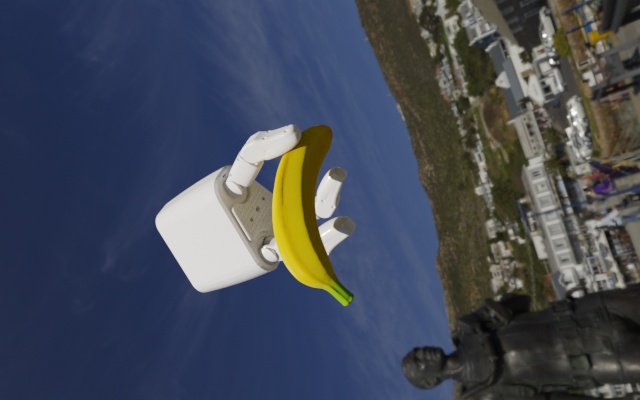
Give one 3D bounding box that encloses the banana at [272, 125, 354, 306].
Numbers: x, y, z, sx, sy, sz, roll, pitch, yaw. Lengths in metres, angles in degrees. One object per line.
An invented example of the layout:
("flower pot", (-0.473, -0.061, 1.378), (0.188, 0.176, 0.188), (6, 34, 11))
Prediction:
("banana", (-0.013, -0.003, 0.433), (0.037, 0.197, 0.070), (-30, -41, 33))
